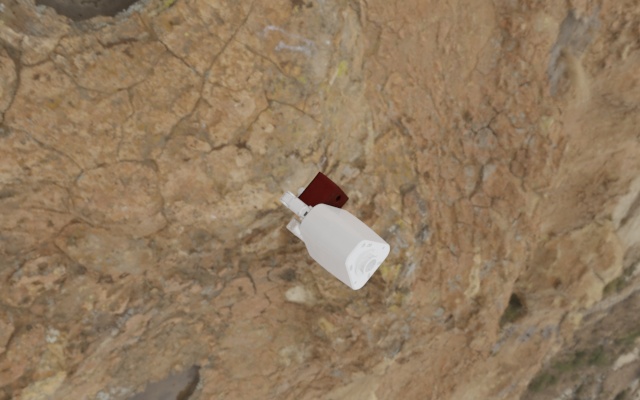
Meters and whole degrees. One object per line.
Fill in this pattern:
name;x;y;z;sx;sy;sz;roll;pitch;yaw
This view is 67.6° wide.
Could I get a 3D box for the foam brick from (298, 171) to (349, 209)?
foam brick;0.000;0.002;0.811;0.051;0.078;0.053;37;-5;35
